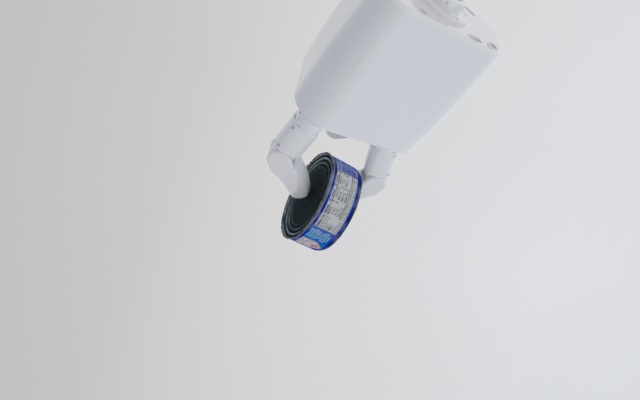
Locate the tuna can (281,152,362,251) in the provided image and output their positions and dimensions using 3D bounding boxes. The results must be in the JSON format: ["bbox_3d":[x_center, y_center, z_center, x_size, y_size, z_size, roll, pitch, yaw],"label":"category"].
[{"bbox_3d":[0.001,0.002,0.432,0.034,0.086,0.086,26,-10,-21],"label":"tuna can"}]
